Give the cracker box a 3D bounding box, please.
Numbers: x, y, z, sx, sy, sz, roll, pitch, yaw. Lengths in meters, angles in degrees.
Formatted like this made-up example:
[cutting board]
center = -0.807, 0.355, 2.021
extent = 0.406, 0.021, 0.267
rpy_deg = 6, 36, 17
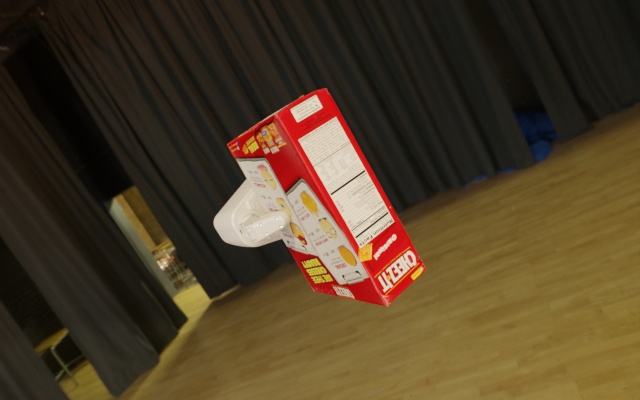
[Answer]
[cracker box]
center = 0.000, 0.002, 0.523
extent = 0.072, 0.214, 0.164
rpy_deg = -35, 11, -24
